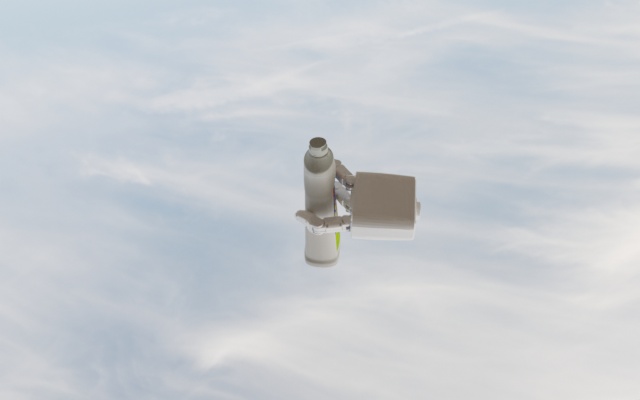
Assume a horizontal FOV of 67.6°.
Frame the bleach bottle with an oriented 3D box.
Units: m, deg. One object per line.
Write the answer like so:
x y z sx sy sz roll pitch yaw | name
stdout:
0.000 0.003 0.842 0.068 0.251 0.102 2 44 5 | bleach bottle
